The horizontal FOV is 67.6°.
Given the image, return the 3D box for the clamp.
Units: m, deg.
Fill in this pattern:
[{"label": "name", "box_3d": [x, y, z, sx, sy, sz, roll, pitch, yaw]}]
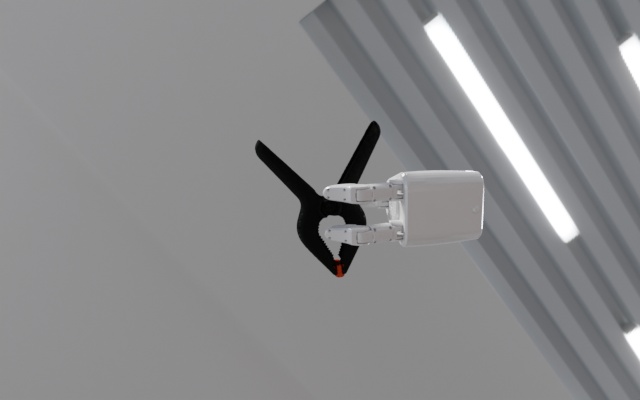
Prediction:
[{"label": "clamp", "box_3d": [0.000, 0.002, 0.642, 0.164, 0.210, 0.036, -3, 13, -3]}]
